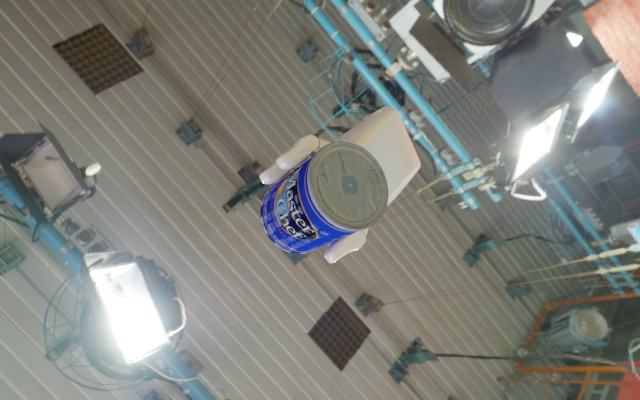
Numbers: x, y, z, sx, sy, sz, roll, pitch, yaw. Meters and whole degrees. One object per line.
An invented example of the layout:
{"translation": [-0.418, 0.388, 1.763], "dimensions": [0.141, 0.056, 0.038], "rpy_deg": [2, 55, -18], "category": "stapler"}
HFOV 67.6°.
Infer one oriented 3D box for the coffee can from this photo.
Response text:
{"translation": [0.000, 0.002, 0.580], "dimensions": [0.103, 0.102, 0.140], "rpy_deg": [0, -16, -30], "category": "coffee can"}
